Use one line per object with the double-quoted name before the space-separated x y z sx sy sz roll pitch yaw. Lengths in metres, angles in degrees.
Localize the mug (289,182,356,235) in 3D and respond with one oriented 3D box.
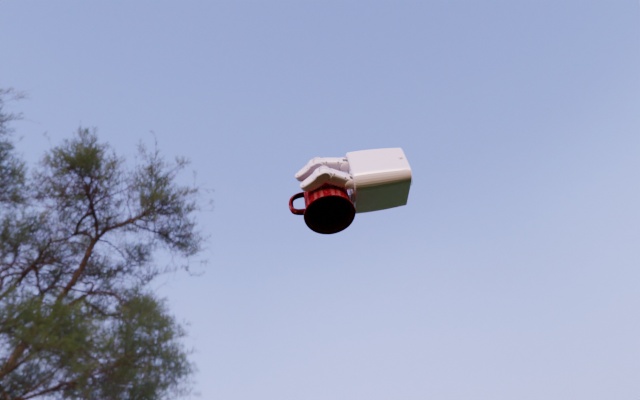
"mug" -0.001 0.003 0.873 0.117 0.093 0.081 -7 39 -3
